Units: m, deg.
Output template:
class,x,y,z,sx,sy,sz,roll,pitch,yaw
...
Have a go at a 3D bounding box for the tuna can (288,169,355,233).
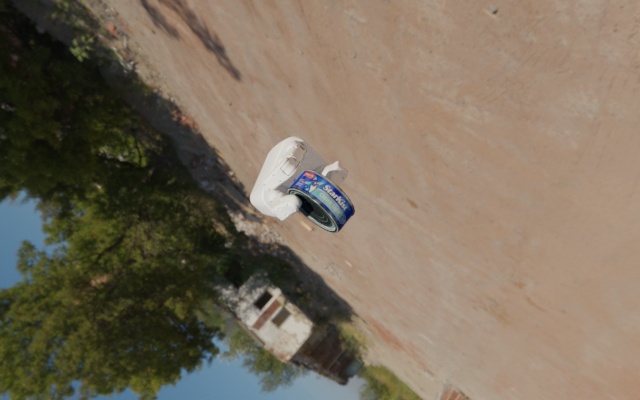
class,x,y,z,sx,sy,sz,roll,pitch,yaw
tuna can,0.000,0.002,0.607,0.086,0.033,0.086,37,-18,14
